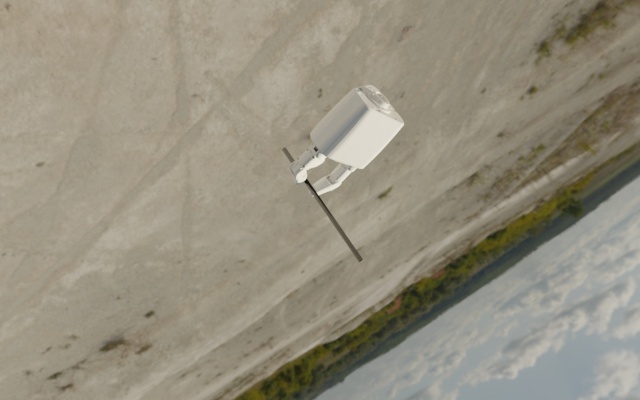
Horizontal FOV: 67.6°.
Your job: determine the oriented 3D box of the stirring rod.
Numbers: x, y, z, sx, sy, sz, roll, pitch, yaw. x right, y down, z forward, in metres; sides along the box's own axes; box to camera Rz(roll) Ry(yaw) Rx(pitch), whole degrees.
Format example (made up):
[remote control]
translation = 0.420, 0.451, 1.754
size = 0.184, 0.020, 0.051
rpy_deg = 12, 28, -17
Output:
[stirring rod]
translation = 0.000, 0.003, 0.804
size = 0.011, 0.239, 0.011
rpy_deg = -31, -19, -12
